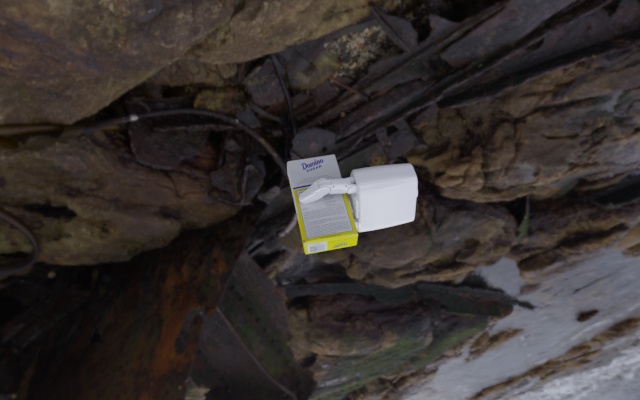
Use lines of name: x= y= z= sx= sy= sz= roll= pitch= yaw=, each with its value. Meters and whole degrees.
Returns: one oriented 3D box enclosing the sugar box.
sugar box: x=0.000 y=0.003 z=0.846 sx=0.093 sy=0.176 sz=0.048 roll=-9 pitch=-36 yaw=-7
